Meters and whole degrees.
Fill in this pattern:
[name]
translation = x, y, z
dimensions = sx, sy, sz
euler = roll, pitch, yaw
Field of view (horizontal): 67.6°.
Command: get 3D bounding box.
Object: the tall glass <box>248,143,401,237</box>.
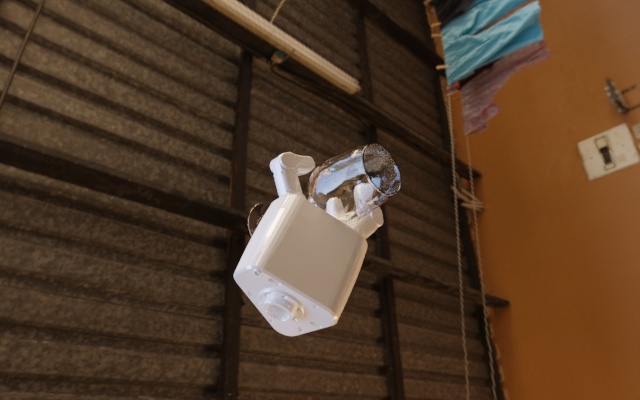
[tall glass]
translation = 0.000, 0.002, 0.573
dimensions = 0.079, 0.079, 0.201
euler = 0, -21, -46
